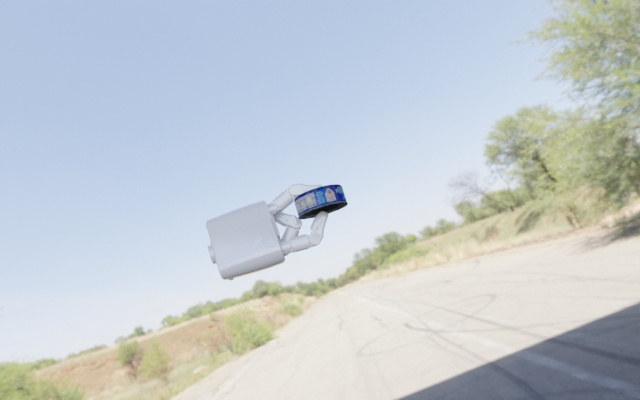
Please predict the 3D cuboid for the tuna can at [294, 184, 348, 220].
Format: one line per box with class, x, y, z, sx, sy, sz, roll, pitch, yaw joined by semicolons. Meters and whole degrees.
tuna can;0.000;0.002;0.795;0.086;0.033;0.086;-16;-11;-3
